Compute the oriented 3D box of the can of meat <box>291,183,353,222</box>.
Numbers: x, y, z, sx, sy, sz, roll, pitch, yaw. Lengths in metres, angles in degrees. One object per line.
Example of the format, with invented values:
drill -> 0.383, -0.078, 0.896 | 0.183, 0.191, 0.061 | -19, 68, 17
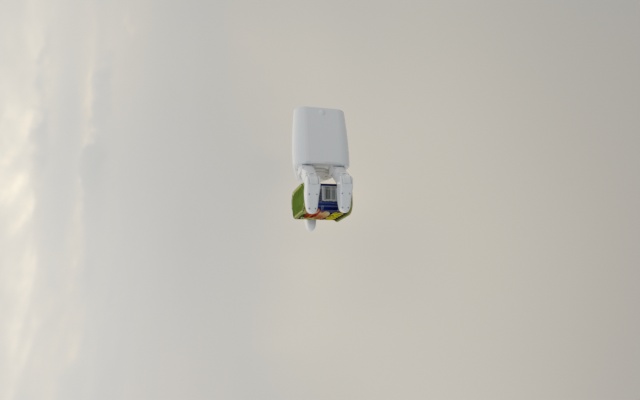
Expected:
can of meat -> 0.000, 0.003, 0.829 | 0.084, 0.057, 0.102 | 2, -13, -16
